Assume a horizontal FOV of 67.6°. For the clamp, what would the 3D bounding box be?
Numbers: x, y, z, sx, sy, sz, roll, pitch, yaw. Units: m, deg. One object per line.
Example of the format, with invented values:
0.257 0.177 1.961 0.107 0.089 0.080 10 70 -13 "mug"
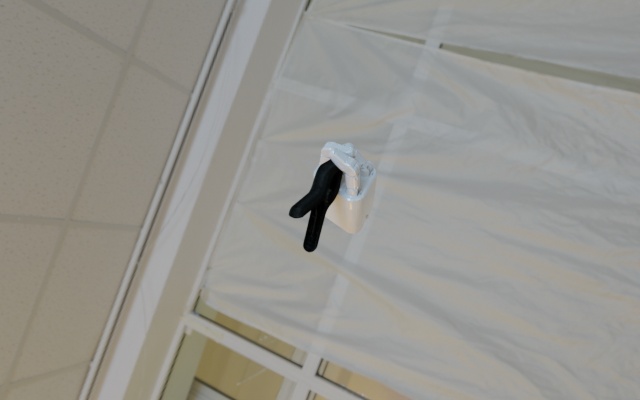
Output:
0.000 0.002 0.822 0.039 0.171 0.120 20 -38 19 "clamp"
